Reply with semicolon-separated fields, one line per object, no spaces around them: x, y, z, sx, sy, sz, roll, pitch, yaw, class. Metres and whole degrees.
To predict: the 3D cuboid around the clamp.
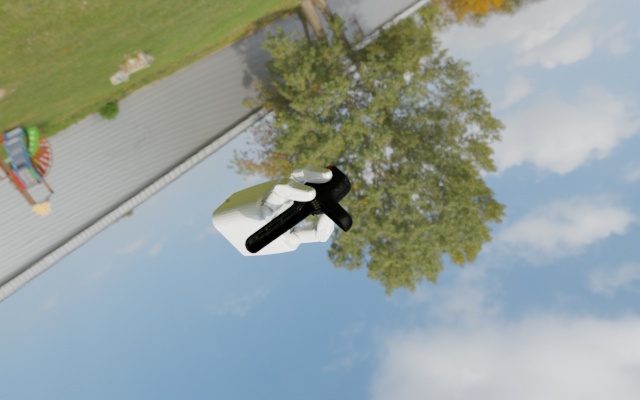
0.000;0.003;0.706;0.164;0.036;0.210;-11;25;32;clamp
